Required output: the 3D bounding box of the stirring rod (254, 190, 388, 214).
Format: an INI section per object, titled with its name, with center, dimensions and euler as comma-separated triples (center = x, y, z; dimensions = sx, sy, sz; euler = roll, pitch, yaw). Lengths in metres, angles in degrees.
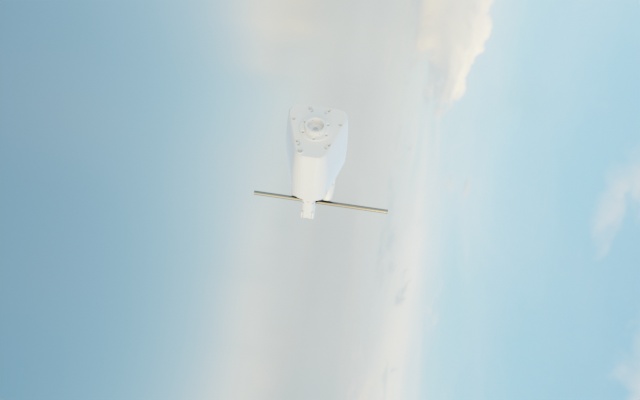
[stirring rod]
center = 0.000, 0.003, 0.851
dimensions = 0.239, 0.011, 0.011
euler = 8, 0, 2
